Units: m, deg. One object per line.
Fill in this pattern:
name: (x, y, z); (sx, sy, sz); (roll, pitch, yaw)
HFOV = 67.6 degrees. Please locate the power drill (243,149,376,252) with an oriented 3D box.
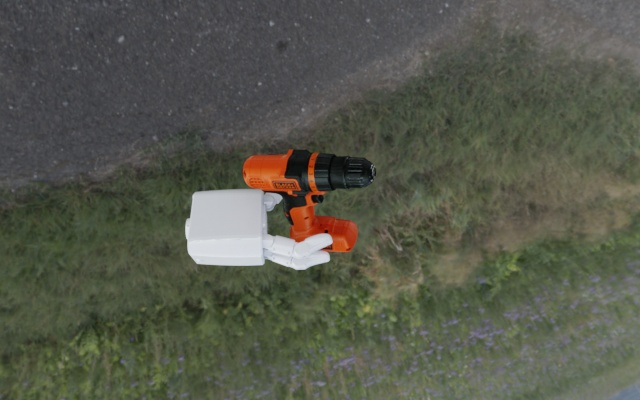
power drill: (0.000, 0.003, 0.690); (0.184, 0.057, 0.188); (4, -38, 20)
